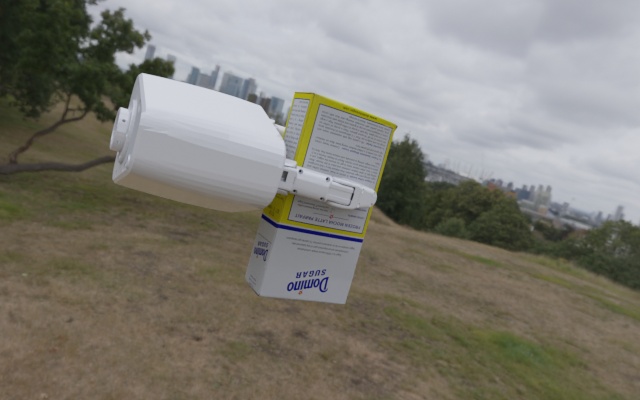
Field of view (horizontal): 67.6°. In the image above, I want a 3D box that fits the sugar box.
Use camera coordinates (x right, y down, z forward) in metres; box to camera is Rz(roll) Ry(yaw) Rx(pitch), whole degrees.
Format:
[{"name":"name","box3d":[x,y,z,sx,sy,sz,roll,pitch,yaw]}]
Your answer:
[{"name":"sugar box","box3d":[0.000,0.001,0.430,0.093,0.176,0.048,13,9,-30]}]
